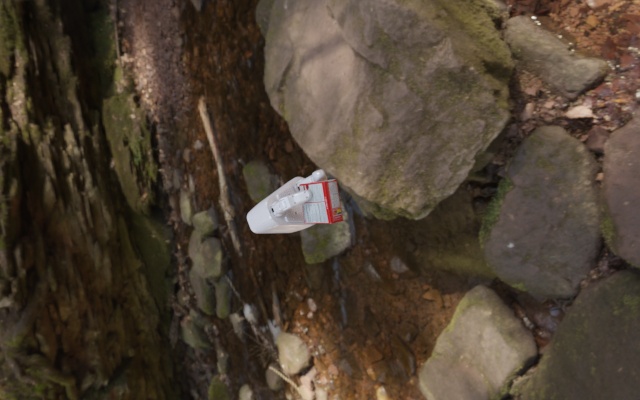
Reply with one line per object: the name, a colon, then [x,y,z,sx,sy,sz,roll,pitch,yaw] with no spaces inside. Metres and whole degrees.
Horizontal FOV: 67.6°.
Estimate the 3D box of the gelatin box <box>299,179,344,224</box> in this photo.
gelatin box: [0.000,0.003,0.839,0.030,0.073,0.089,-11,4,-32]
